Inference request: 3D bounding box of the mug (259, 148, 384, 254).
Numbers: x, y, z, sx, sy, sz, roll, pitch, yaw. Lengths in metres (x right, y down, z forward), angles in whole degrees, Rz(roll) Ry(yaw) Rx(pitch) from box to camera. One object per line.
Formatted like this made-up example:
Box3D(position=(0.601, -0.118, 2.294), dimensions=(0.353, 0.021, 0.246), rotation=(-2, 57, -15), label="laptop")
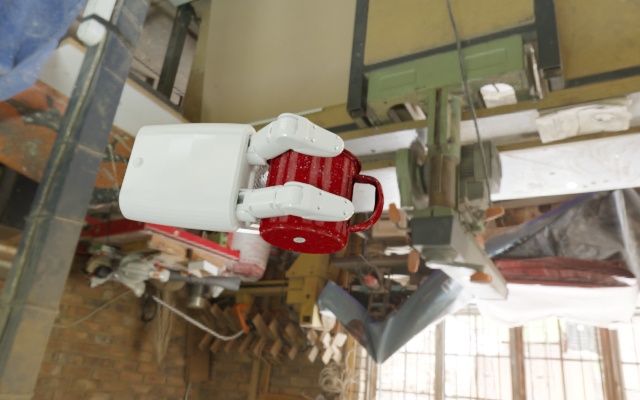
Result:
Box3D(position=(0.001, 0.002, 0.442), dimensions=(0.117, 0.081, 0.093), rotation=(3, -22, 10), label="mug")
